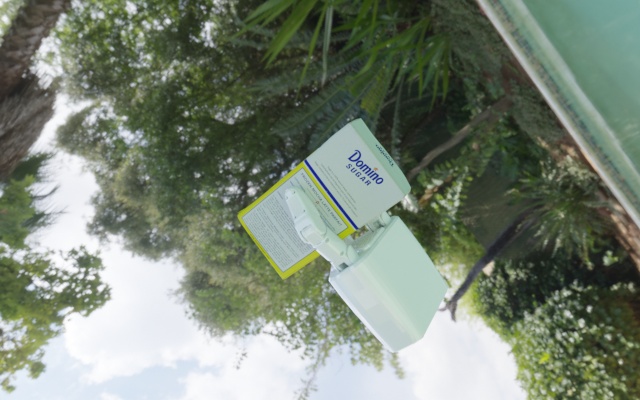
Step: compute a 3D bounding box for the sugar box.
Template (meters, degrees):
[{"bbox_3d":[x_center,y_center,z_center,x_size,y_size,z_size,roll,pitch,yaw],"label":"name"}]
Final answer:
[{"bbox_3d":[0.000,0.002,0.516,0.176,0.093,0.048,-36,1,25],"label":"sugar box"}]
